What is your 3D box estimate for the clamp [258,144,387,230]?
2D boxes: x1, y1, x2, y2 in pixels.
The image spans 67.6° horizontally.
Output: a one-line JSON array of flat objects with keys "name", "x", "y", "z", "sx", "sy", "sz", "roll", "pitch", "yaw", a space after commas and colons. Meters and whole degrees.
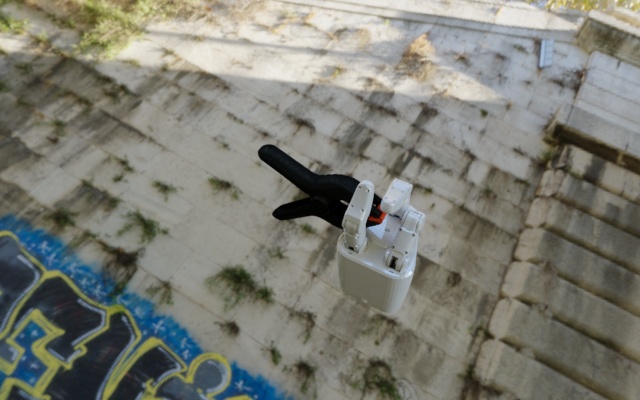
[{"name": "clamp", "x": 0.001, "y": 0.002, "z": 0.595, "sx": 0.171, "sy": 0.039, "sz": 0.120, "roll": 24, "pitch": -34, "yaw": 18}]
